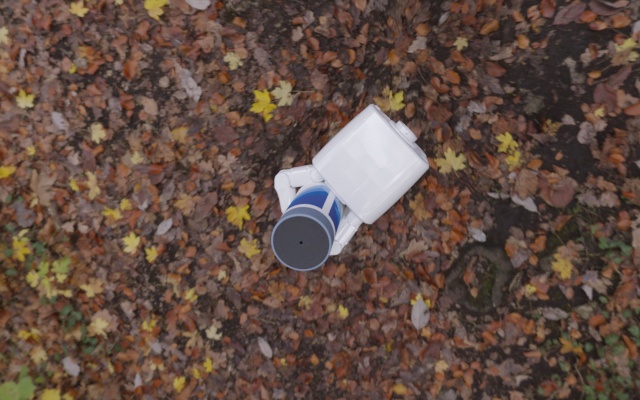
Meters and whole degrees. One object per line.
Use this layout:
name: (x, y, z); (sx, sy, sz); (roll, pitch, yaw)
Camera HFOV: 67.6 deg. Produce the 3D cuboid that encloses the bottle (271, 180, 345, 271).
bottle: (0.000, 0.002, 0.650); (0.069, 0.069, 0.295); (0, 17, 9)
